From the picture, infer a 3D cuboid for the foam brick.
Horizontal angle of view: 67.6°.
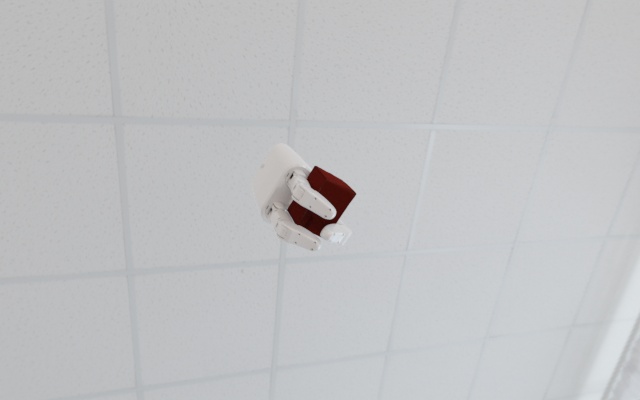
[{"bbox_3d":[0.000,0.002,0.647,0.053,0.078,0.051,27,15,-29],"label":"foam brick"}]
